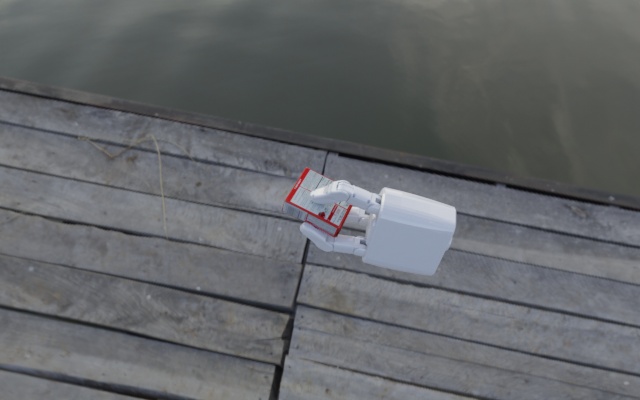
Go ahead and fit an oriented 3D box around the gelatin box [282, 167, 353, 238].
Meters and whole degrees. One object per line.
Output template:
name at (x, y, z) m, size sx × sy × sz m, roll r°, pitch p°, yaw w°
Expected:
gelatin box at (0.000, 0.002, 0.690) m, size 0.089 × 0.073 × 0.030 m, roll 27°, pitch -37°, yaw 4°
